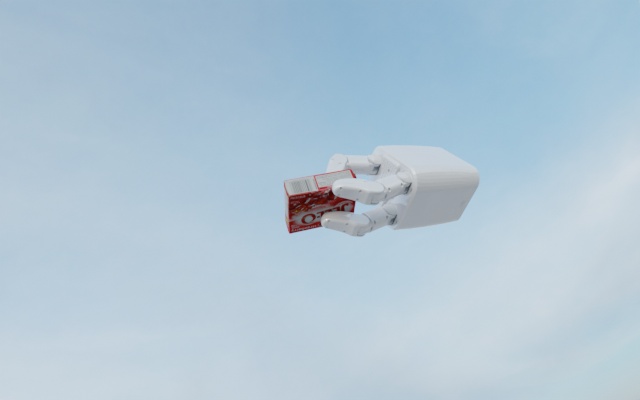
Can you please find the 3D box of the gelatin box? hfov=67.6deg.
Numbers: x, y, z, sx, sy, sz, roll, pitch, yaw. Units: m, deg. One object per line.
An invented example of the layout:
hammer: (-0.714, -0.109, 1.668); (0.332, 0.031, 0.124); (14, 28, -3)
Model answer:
gelatin box: (0.000, 0.002, 0.597); (0.089, 0.030, 0.073); (-10, -40, -12)
